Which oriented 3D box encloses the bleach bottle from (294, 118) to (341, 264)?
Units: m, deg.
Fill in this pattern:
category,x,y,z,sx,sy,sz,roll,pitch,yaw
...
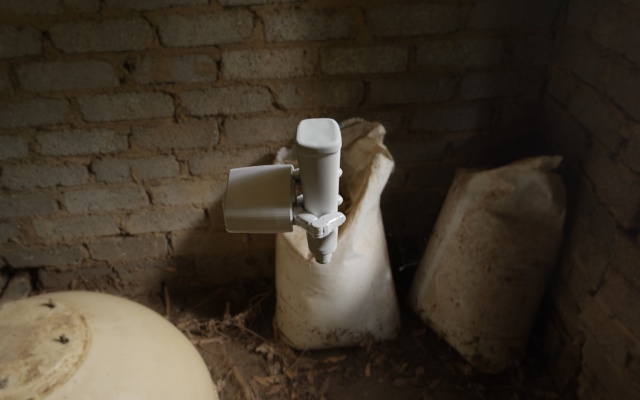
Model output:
category,x,y,z,sx,sy,sz,roll,pitch,yaw
bleach bottle,0.000,0.002,0.766,0.068,0.251,0.102,-2,33,1
